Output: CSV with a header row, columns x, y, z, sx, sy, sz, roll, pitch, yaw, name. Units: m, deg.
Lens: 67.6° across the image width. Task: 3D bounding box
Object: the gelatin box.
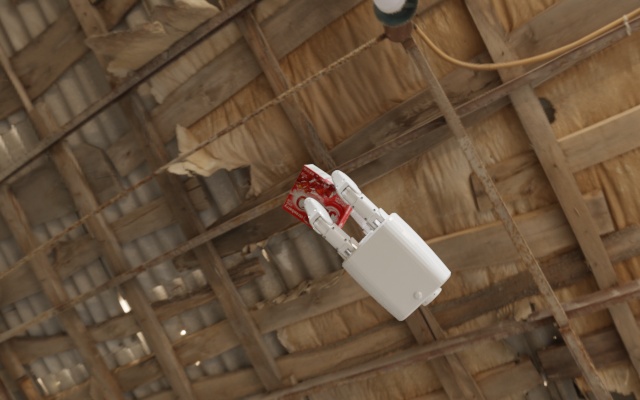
x,y,z,sx,sy,sz,roll,pitch,yaw,name
0.000,0.002,0.675,0.089,0.073,0.030,34,18,18,gelatin box
